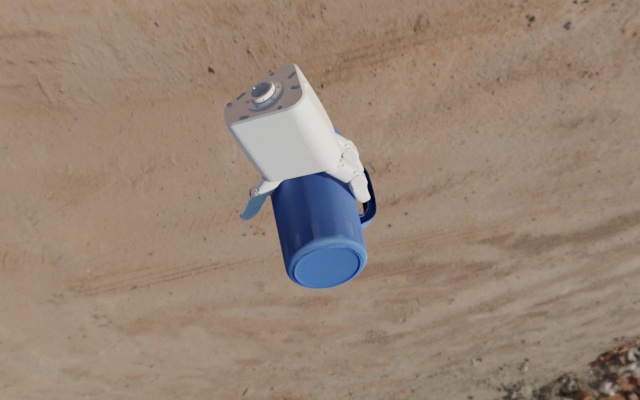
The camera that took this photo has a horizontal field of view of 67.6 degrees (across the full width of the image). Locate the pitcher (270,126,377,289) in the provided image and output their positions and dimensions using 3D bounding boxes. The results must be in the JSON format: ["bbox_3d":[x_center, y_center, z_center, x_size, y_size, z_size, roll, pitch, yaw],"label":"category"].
[{"bbox_3d":[0.000,0.002,0.694,0.149,0.242,0.145,-22,-44,10],"label":"pitcher"}]
